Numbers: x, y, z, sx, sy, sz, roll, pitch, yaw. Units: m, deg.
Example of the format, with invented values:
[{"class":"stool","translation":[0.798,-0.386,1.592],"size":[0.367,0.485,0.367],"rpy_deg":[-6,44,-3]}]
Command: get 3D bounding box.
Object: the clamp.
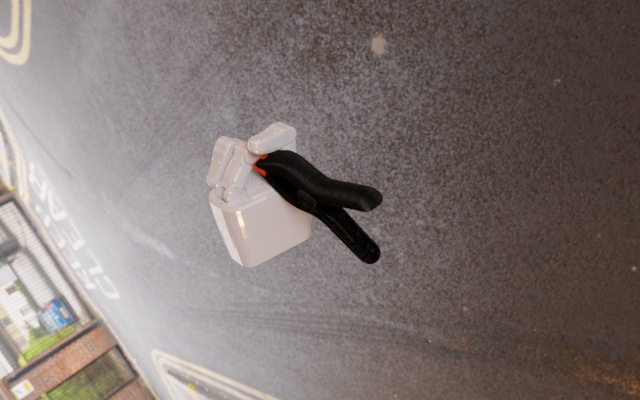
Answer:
[{"class":"clamp","translation":[0.000,0.002,0.512],"size":[0.171,0.120,0.039],"rpy_deg":[31,57,34]}]
